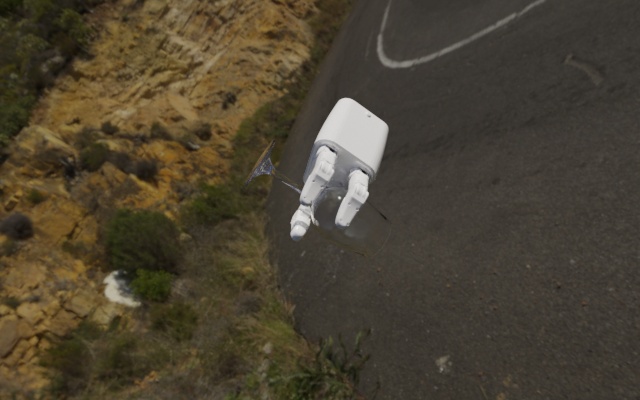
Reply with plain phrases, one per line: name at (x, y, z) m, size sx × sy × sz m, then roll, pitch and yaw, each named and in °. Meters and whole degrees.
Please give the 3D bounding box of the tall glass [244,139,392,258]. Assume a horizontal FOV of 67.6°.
tall glass at (-0.001, 0.002, 0.654) m, size 0.201 × 0.079 × 0.079 m, roll 33°, pitch -8°, yaw -12°
